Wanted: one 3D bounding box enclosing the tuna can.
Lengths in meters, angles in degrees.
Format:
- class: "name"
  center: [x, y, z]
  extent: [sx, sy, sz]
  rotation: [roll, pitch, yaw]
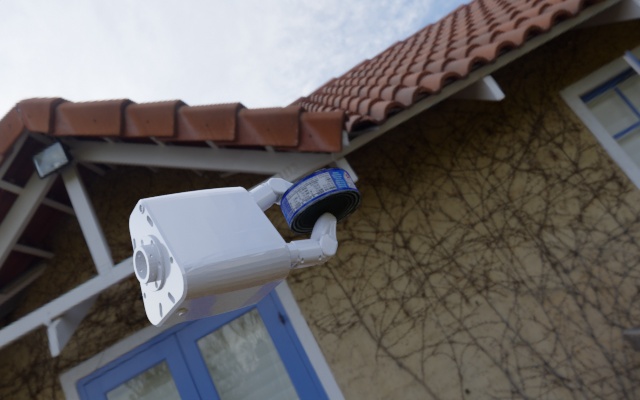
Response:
- class: "tuna can"
  center: [0.000, 0.001, 0.523]
  extent: [0.086, 0.033, 0.086]
  rotation: [-22, -24, -10]
